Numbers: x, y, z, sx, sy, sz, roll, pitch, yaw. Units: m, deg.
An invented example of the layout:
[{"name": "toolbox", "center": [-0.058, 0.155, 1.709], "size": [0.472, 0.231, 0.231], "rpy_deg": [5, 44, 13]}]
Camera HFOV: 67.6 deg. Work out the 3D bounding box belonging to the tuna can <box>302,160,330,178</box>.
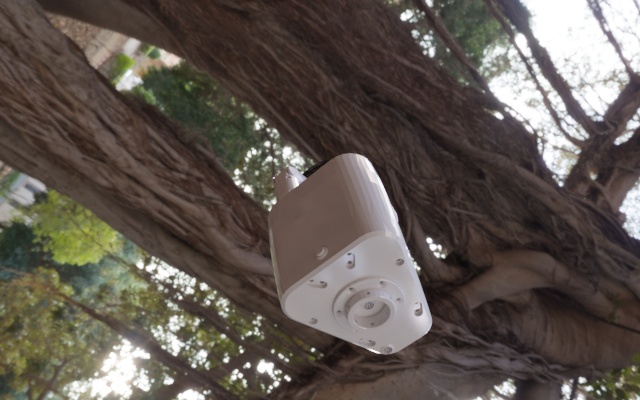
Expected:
[{"name": "tuna can", "center": [0.000, 0.002, 0.492], "size": [0.034, 0.086, 0.086], "rpy_deg": [41, -24, -30]}]
